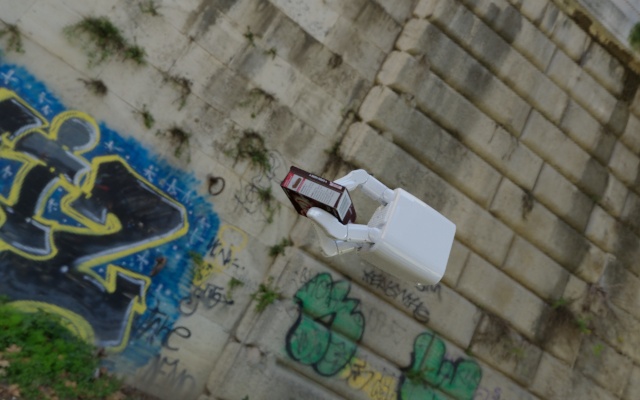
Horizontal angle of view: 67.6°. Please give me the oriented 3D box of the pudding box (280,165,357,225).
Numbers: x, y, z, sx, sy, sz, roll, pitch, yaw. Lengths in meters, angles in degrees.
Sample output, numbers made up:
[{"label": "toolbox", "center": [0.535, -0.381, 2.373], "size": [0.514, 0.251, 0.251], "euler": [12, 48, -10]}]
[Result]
[{"label": "pudding box", "center": [0.000, 0.002, 0.685], "size": [0.090, 0.039, 0.113], "euler": [22, -18, 19]}]
